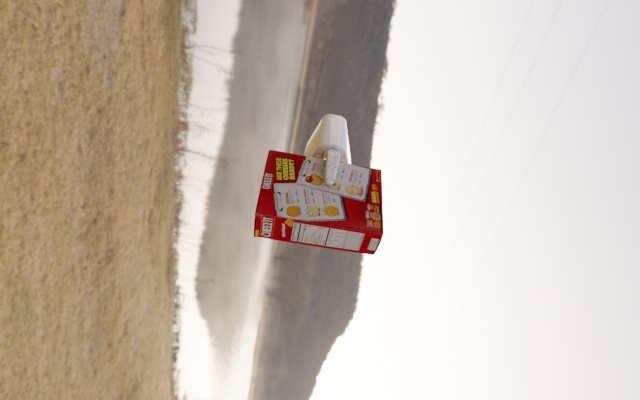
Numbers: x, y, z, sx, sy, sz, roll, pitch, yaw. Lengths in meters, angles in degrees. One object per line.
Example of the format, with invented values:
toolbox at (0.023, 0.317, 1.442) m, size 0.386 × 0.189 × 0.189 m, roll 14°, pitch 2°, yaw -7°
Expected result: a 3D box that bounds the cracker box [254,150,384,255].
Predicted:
cracker box at (0.000, 0.003, 0.845) m, size 0.214 × 0.164 × 0.072 m, roll 9°, pitch -45°, yaw -4°
